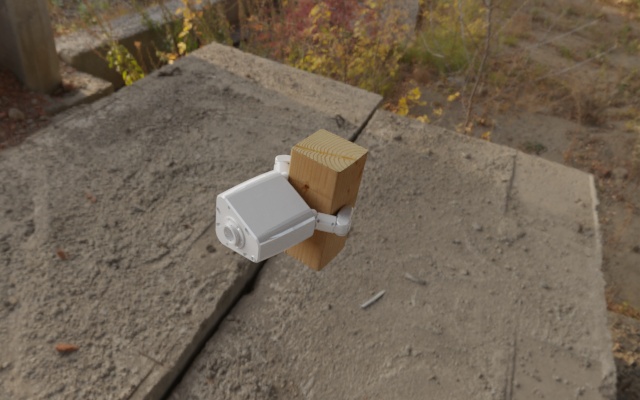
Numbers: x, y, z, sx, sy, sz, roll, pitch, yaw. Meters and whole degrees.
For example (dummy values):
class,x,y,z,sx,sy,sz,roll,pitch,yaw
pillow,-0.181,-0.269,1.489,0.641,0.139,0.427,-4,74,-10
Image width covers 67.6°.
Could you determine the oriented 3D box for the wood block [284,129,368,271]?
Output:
class,x,y,z,sx,sy,sz,roll,pitch,yaw
wood block,0.000,0.003,0.787,0.091,0.206,0.090,28,41,21
